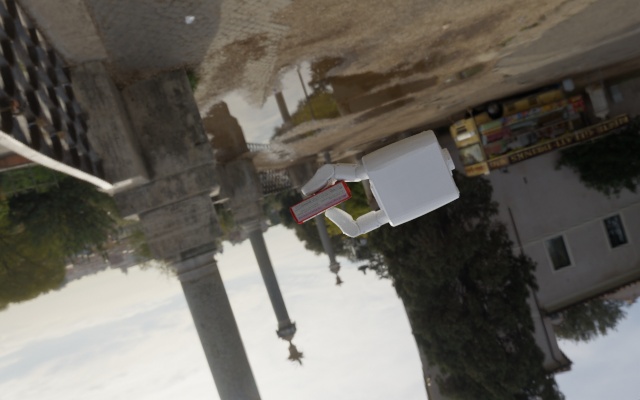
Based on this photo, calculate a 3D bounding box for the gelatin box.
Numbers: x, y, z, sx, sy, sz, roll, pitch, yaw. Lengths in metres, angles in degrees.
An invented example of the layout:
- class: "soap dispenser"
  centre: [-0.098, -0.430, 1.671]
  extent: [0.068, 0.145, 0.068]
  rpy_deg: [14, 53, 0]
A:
- class: "gelatin box"
  centre: [0.000, 0.003, 0.711]
  extent: [0.089, 0.030, 0.073]
  rpy_deg: [-28, -1, -1]
